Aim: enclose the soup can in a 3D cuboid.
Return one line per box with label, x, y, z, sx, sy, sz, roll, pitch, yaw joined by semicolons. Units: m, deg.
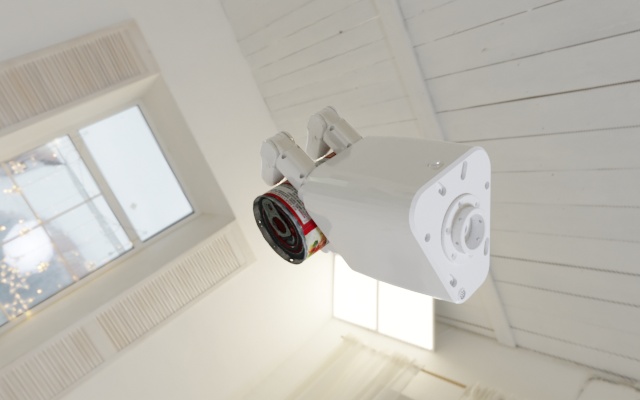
soup can;0.000;0.001;0.428;0.102;0.068;0.068;-34;19;-31
